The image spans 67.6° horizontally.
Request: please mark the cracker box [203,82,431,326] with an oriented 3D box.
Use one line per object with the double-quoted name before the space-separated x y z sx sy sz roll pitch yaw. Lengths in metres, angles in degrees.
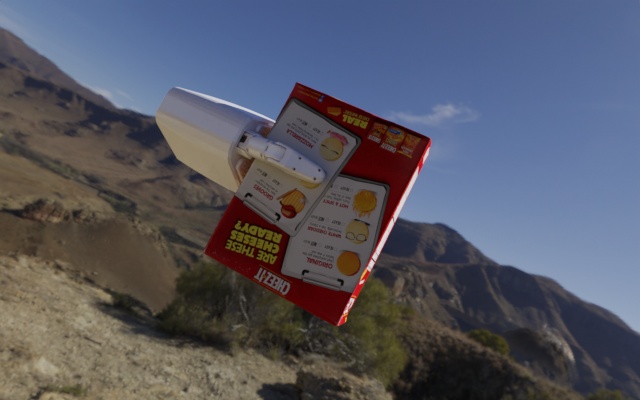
"cracker box" 0.000 0.002 0.523 0.164 0.213 0.072 26 -6 15
